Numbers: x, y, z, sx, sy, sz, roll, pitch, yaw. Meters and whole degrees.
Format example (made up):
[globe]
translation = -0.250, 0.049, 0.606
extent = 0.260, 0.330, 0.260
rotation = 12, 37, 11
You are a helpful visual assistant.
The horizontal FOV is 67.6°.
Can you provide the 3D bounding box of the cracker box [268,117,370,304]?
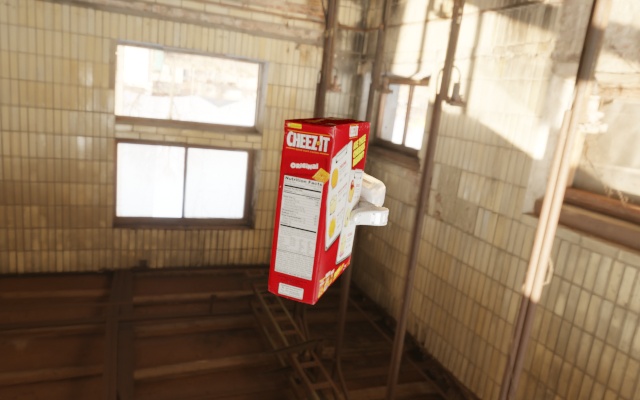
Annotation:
[cracker box]
translation = 0.000, 0.002, 0.622
extent = 0.072, 0.214, 0.164
rotation = 11, 14, 17
